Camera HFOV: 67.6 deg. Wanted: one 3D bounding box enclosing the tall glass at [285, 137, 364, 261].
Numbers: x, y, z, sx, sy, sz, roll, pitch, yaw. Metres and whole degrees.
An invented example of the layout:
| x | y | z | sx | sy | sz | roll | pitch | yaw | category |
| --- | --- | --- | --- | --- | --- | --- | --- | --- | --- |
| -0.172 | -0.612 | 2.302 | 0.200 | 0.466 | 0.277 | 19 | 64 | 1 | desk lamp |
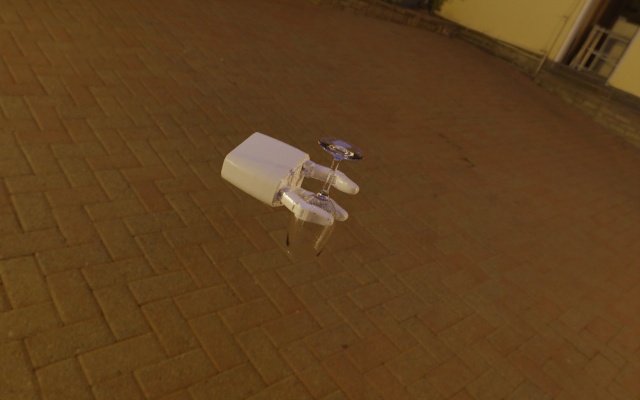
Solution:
| x | y | z | sx | sy | sz | roll | pitch | yaw | category |
| --- | --- | --- | --- | --- | --- | --- | --- | --- | --- |
| 0.000 | 0.002 | 0.780 | 0.079 | 0.201 | 0.079 | 17 | 26 | -8 | tall glass |
